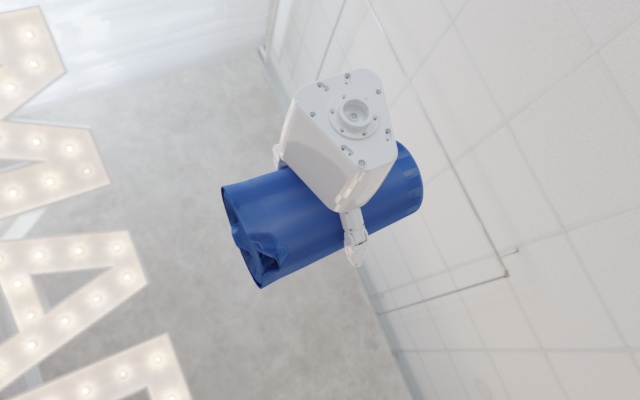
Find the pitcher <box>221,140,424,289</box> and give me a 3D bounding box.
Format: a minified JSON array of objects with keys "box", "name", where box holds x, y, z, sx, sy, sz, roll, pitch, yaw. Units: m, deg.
[{"box":[0.000,0.002,0.620,0.243,0.149,0.145,-21,-17,-17],"name":"pitcher"}]
